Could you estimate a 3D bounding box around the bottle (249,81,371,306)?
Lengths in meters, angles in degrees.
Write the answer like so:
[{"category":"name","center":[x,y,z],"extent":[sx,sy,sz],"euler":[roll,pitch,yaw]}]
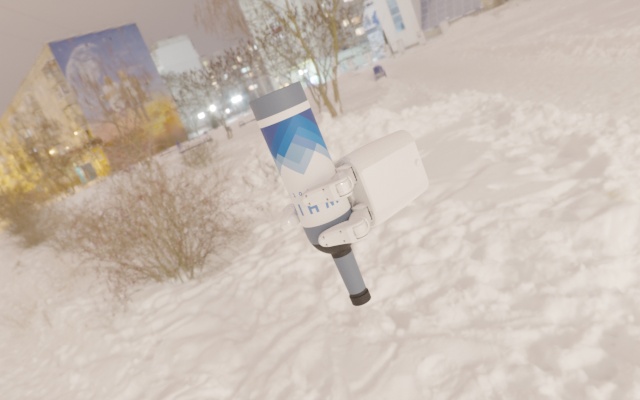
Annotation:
[{"category":"bottle","center":[0.000,0.002,0.604],"extent":[0.069,0.296,0.069],"euler":[-21,14,5]}]
